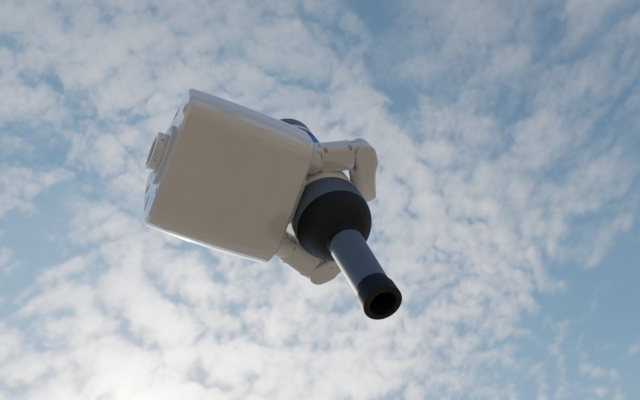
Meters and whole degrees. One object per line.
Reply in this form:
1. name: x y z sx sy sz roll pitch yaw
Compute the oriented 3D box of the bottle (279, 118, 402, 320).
1. bottle: 0.000 0.001 0.434 0.069 0.069 0.295 0 27 -18
